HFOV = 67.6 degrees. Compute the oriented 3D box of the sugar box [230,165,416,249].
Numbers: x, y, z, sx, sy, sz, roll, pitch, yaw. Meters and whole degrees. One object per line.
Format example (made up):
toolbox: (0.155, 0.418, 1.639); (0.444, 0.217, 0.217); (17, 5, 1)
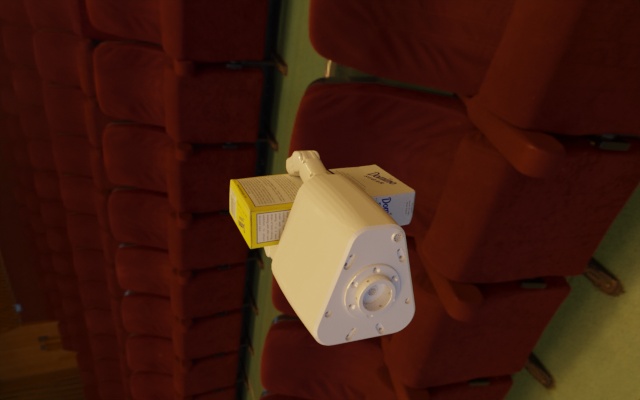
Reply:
sugar box: (0.000, 0.002, 0.503); (0.176, 0.048, 0.093); (-4, 24, -22)
